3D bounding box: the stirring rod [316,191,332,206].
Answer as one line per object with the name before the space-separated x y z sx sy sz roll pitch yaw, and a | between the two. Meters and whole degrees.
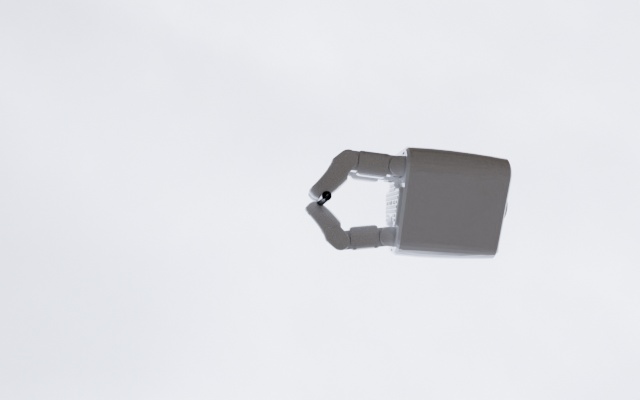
stirring rod | 0.000 0.002 0.497 0.011 0.011 0.239 0 -3 -2
